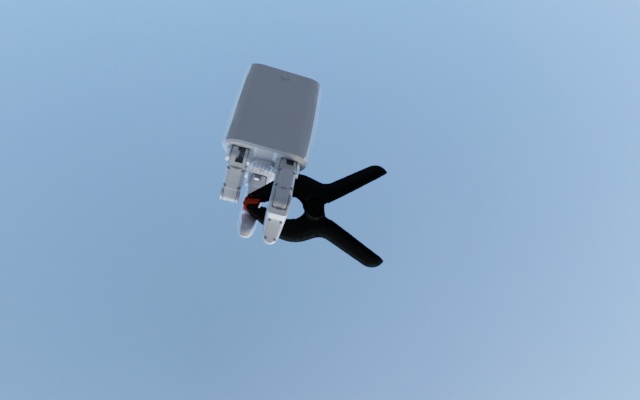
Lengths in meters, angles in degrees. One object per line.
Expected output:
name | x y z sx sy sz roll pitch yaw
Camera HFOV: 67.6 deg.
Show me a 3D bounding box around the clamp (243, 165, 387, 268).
clamp | 0.000 0.002 0.553 0.171 0.120 0.039 15 -20 -8
